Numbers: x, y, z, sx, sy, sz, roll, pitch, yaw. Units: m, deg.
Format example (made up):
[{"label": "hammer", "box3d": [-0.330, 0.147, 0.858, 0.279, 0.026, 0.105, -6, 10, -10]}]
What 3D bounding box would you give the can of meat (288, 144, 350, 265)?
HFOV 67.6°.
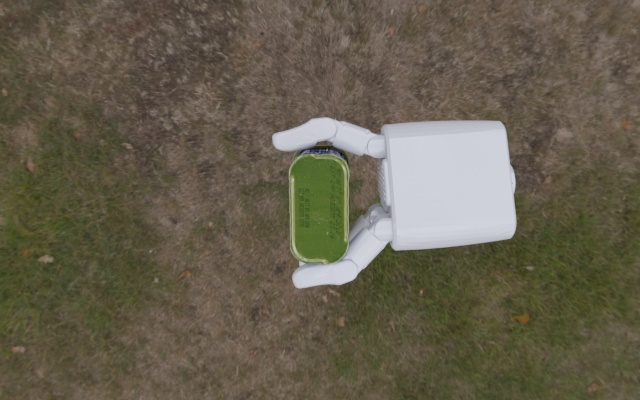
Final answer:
[{"label": "can of meat", "box3d": [0.000, 0.001, 0.442, 0.057, 0.102, 0.084, -1, 10, 1]}]
